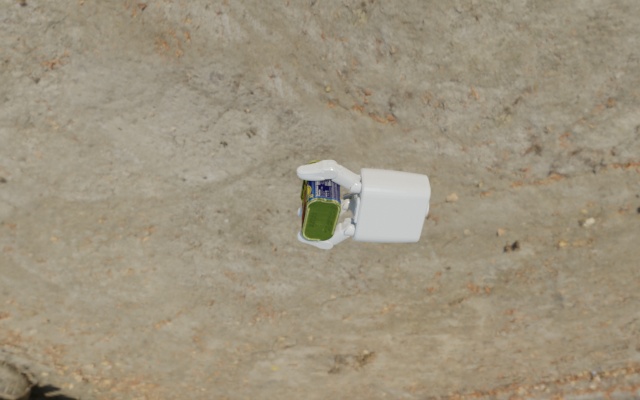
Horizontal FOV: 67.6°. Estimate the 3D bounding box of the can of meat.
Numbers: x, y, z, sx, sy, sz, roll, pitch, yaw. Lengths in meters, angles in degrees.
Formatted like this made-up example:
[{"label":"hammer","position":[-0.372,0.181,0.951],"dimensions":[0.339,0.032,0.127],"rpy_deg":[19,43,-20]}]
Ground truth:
[{"label":"can of meat","position":[0.000,0.003,0.745],"dimensions":[0.057,0.083,0.102],"rpy_deg":[5,-42,-7]}]
